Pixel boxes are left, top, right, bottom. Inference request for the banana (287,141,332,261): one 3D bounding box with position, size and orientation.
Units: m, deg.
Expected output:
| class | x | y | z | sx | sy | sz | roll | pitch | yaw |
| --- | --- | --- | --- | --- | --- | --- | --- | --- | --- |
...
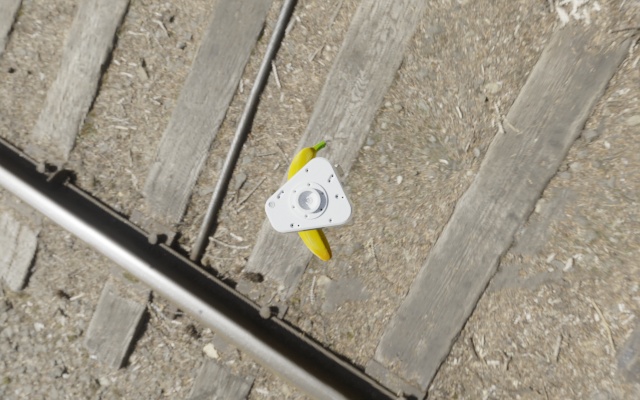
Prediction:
| class | x | y | z | sx | sy | sz | roll | pitch | yaw |
| --- | --- | --- | --- | --- | --- | --- | --- | --- | --- |
| banana | -0.018 | 0.000 | 0.766 | 0.069 | 0.198 | 0.037 | -1 | -5 | -12 |
